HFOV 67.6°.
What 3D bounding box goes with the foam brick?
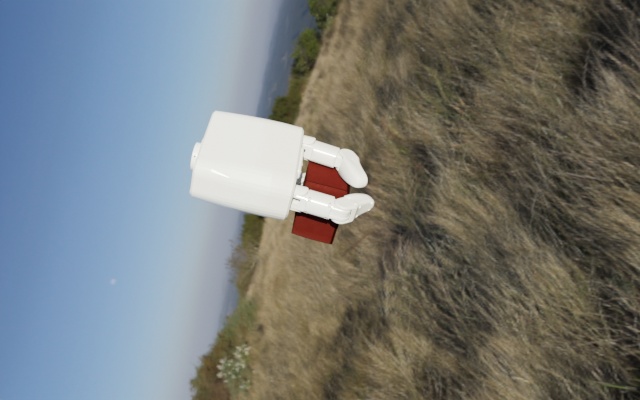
[{"bbox_3d":[0.000,0.002,0.564,0.051,0.078,0.053,13,31,-6],"label":"foam brick"}]
